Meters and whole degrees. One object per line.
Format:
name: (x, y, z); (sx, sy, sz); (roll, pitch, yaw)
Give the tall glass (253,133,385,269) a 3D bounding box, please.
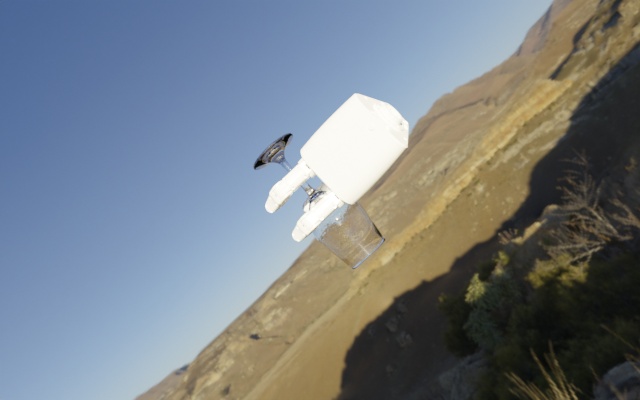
tall glass: (0.000, 0.002, 0.669); (0.079, 0.201, 0.079); (-42, -6, -5)
